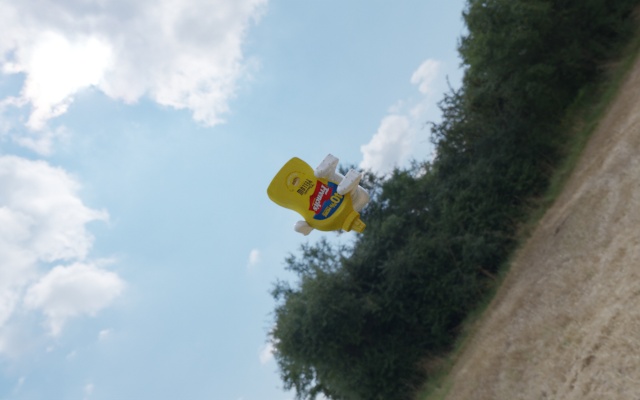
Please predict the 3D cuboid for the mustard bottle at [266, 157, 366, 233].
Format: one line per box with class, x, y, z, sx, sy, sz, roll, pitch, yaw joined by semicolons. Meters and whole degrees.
mustard bottle;0.000;0.003;0.889;0.191;0.096;0.058;33;-19;16
